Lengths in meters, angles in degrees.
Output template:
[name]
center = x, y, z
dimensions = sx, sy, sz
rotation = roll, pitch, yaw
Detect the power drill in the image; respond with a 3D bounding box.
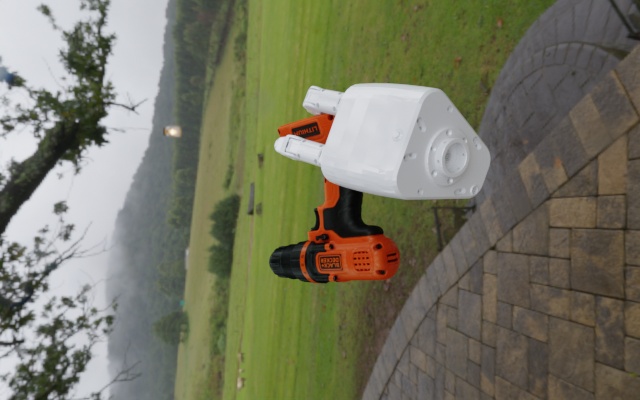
[power drill]
center = 0.000, 0.001, 0.549
dimensions = 0.184, 0.187, 0.057
rotation = -8, -1, 41
